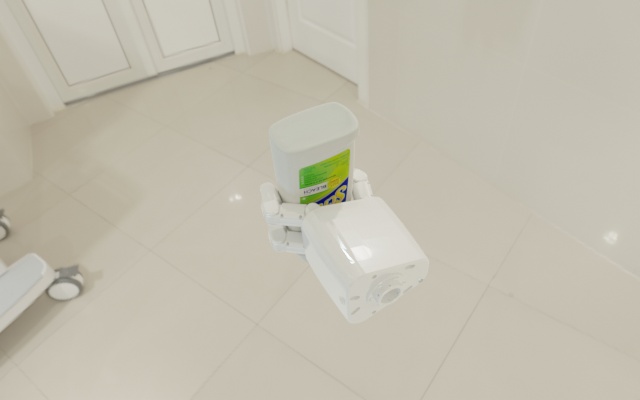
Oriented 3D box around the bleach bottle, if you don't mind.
[{"bbox_3d":[0.000,0.002,0.617,0.102,0.251,0.068,-22,49,-14],"label":"bleach bottle"}]
